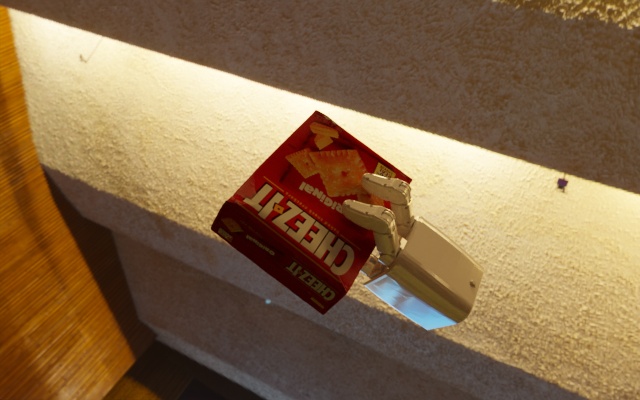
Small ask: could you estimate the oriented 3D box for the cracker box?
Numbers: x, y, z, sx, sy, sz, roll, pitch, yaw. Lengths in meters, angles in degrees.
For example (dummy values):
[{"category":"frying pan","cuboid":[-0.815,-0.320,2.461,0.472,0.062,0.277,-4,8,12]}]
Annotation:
[{"category":"cracker box","cuboid":[0.000,0.002,0.585,0.213,0.164,0.072,-53,-1,-42]}]
